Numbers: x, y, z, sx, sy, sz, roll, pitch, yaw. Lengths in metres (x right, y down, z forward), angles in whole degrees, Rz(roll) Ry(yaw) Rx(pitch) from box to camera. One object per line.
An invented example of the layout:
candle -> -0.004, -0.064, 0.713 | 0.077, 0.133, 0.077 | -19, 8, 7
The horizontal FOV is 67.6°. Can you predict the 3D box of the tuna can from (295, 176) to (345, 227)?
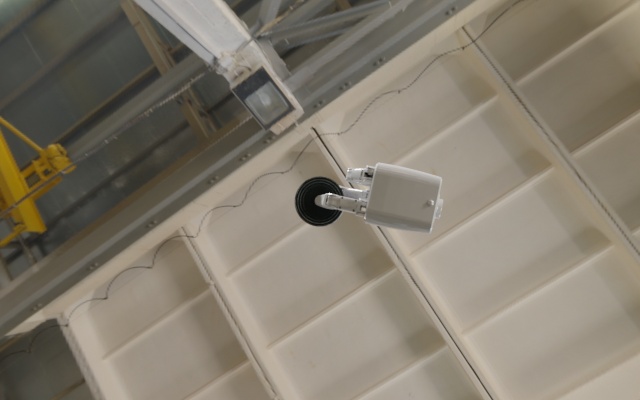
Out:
tuna can -> 0.000, 0.003, 0.826 | 0.086, 0.086, 0.034 | 0, -4, 7
